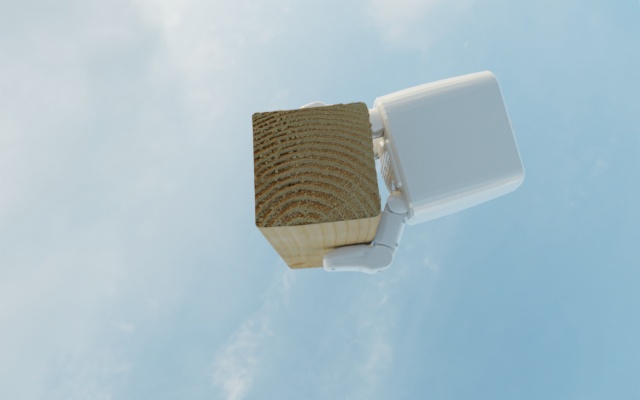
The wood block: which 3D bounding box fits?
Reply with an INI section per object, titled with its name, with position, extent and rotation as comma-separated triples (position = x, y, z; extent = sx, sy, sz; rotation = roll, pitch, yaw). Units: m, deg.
[wood block]
position = 0.001, 0.002, 0.439
extent = 0.090, 0.090, 0.206
rotation = -6, -17, 2
